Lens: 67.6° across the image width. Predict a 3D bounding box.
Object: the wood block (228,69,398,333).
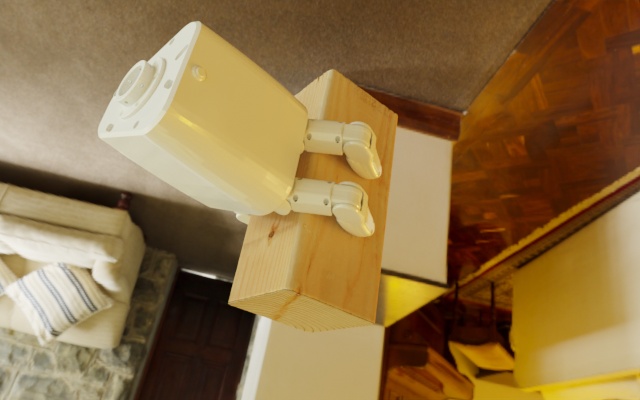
[{"bbox_3d":[0.000,0.001,0.429,0.090,0.206,0.091,28,-32,-29],"label":"wood block"}]
